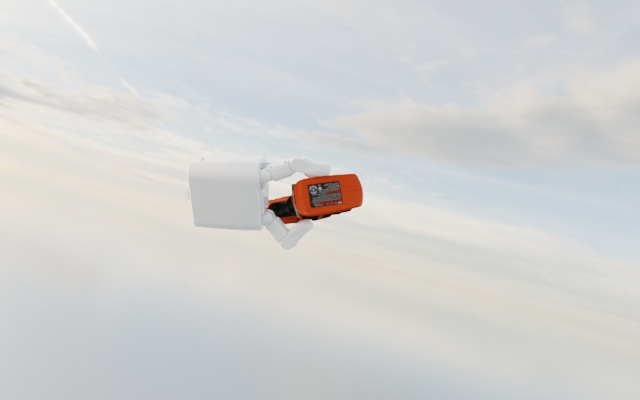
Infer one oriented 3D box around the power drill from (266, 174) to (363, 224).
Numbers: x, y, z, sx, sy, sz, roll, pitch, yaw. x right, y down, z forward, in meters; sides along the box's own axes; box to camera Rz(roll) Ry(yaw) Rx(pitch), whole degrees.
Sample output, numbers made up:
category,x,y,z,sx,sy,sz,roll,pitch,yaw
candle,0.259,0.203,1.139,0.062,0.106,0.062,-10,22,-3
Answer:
category,x,y,z,sx,sy,sz,roll,pitch,yaw
power drill,0.000,0.002,0.786,0.184,0.057,0.188,-10,-7,-20
